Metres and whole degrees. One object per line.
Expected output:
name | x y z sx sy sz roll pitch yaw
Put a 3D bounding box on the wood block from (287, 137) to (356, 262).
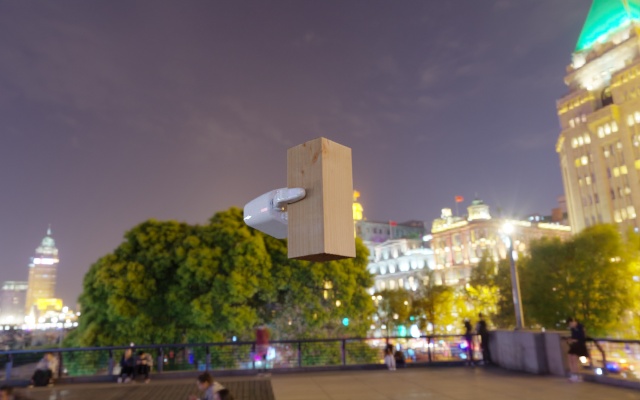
wood block | 0.000 0.003 0.871 0.090 0.206 0.091 -14 -19 40
